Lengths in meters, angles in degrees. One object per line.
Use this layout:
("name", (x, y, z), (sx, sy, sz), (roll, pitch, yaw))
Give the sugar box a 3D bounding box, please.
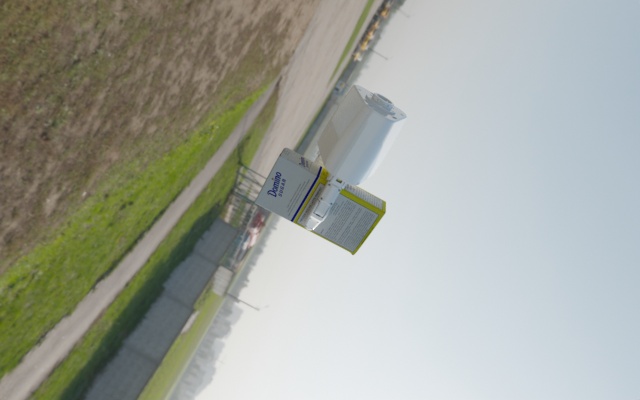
("sugar box", (0.000, 0.002, 0.721), (0.176, 0.093, 0.048), (30, 27, -4))
